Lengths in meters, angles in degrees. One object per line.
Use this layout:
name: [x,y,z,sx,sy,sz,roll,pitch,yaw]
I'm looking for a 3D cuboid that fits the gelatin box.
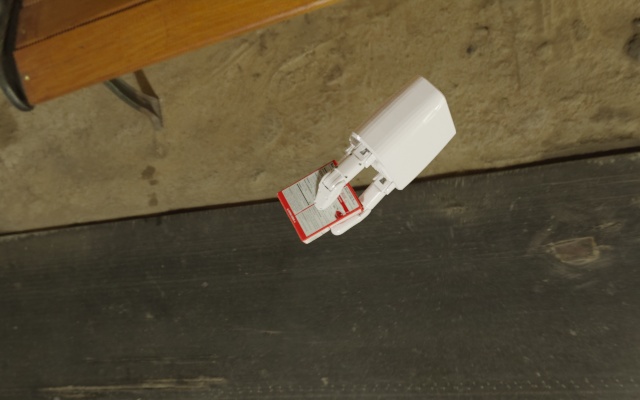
gelatin box: [0.000,0.002,0.613,0.089,0.073,0.030,-30,-14,2]
